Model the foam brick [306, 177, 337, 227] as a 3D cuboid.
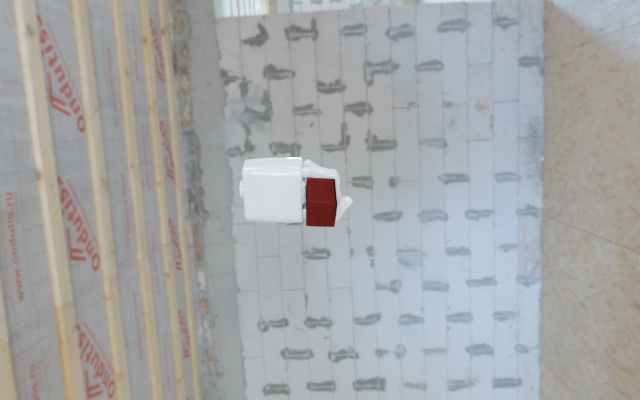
[{"bbox_3d":[0.000,0.003,0.833,0.051,0.053,0.078,2,36,-4],"label":"foam brick"}]
